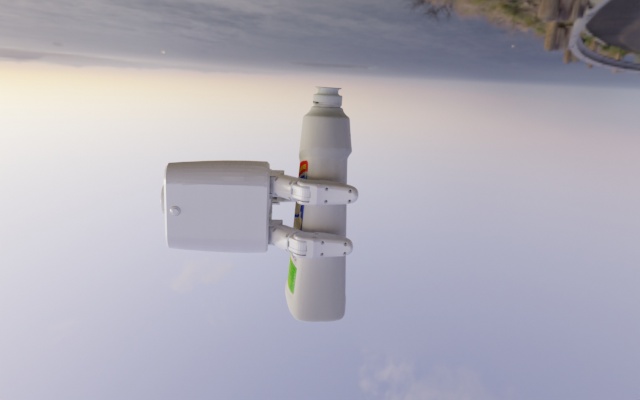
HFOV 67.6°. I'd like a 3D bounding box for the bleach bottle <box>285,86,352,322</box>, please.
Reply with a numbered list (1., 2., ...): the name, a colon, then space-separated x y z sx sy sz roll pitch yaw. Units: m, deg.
1. bleach bottle: 0.000 0.002 0.534 0.068 0.251 0.102 1 14 -9
